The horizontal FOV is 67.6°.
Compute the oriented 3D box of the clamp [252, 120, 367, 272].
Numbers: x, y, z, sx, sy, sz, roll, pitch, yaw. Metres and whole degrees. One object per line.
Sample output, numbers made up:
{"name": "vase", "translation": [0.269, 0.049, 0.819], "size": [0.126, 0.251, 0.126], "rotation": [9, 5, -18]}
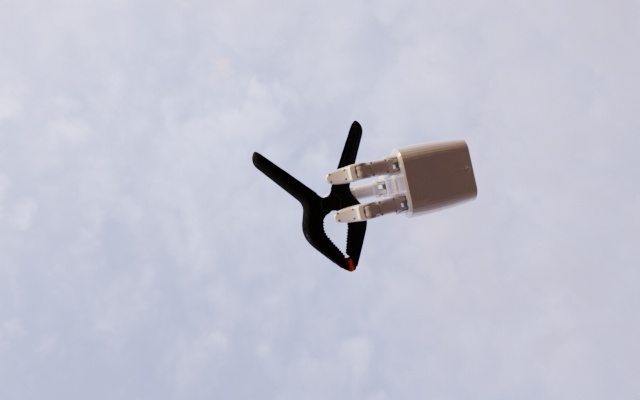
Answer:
{"name": "clamp", "translation": [0.000, 0.003, 0.677], "size": [0.164, 0.210, 0.036], "rotation": [-12, 1, -11]}
